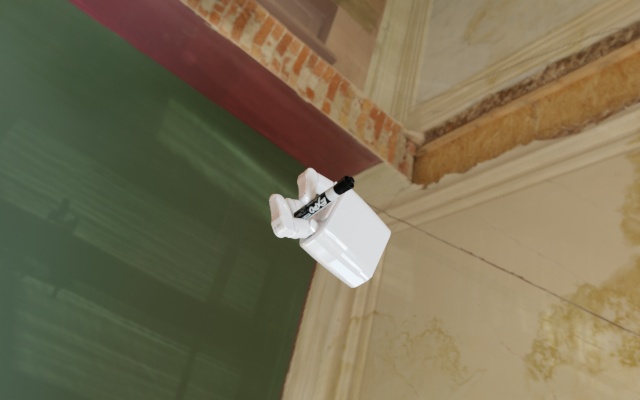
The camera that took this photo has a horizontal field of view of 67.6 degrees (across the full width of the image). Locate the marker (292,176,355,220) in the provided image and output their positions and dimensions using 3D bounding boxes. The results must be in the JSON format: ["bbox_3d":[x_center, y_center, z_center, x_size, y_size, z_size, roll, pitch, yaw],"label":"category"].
[{"bbox_3d":[0.000,0.002,0.640,0.121,0.020,0.020,-35,-22,34],"label":"marker"}]
